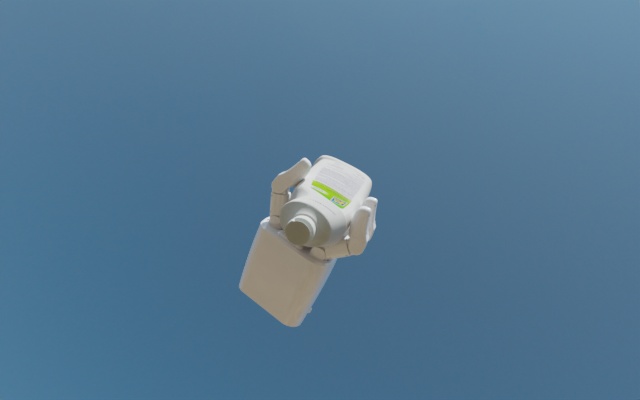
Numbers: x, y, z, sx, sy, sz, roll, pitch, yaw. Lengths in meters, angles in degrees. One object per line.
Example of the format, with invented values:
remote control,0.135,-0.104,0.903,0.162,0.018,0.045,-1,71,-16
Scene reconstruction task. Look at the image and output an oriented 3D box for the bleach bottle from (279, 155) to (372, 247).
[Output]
bleach bottle,0.000,0.002,0.628,0.102,0.068,0.250,26,19,8
